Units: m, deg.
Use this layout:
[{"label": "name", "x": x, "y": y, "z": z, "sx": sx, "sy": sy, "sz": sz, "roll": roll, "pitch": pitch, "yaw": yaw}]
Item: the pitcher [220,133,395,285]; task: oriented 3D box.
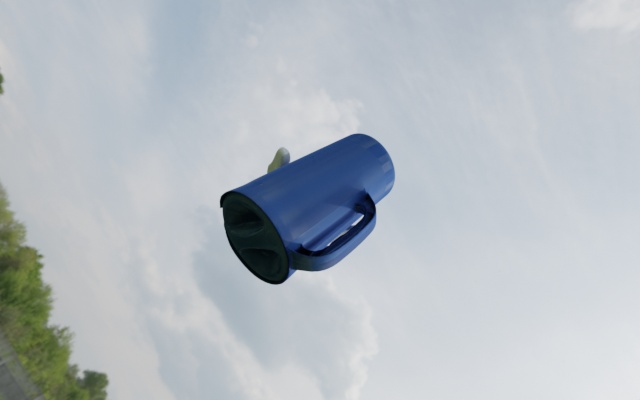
[{"label": "pitcher", "x": 0.000, "y": 0.002, "z": 0.652, "sx": 0.242, "sy": 0.149, "sz": 0.145, "roll": -33, "pitch": -3, "yaw": -35}]
